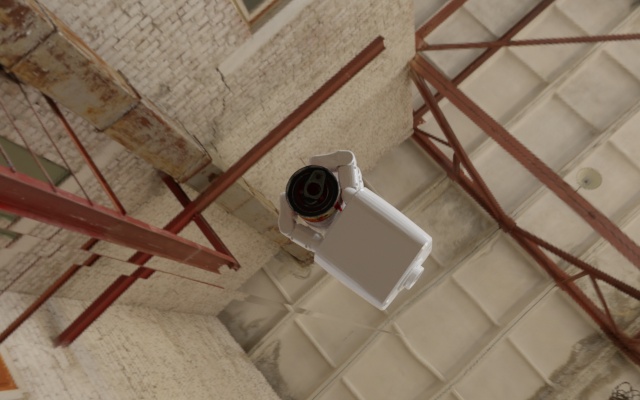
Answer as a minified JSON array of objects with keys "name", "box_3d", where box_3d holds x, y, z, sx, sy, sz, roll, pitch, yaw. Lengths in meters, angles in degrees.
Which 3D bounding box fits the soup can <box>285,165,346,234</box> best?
[{"name":"soup can","box_3d":[0.000,0.002,0.630,0.068,0.068,0.102,0,-16,13]}]
